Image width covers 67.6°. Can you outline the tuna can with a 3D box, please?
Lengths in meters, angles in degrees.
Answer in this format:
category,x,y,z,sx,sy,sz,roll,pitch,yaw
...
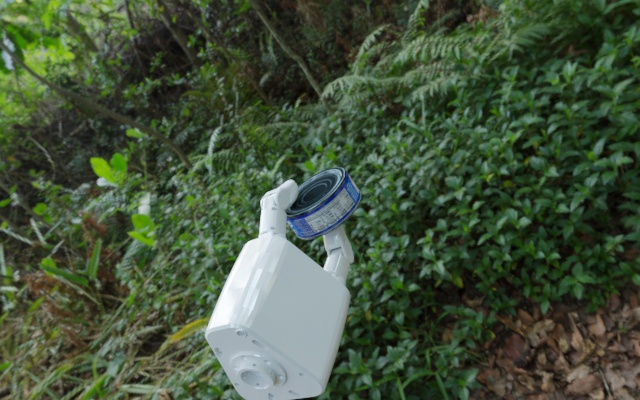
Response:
category,x,y,z,sx,sy,sz,roll,pitch,yaw
tuna can,0.000,0.001,0.520,0.086,0.034,0.086,-30,23,14
